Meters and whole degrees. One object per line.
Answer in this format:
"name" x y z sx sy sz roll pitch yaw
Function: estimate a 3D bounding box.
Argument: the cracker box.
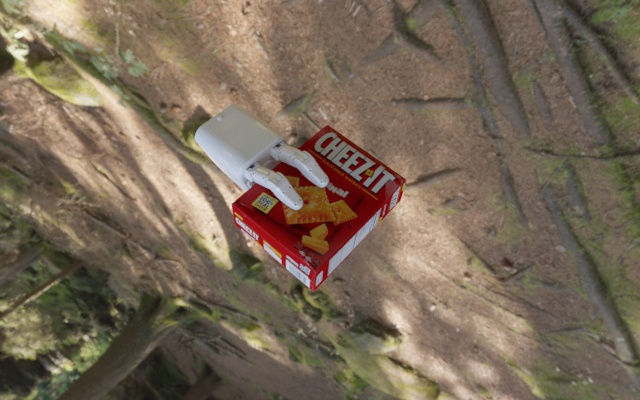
"cracker box" 0.000 0.003 0.721 0.164 0.213 0.072 38 -27 18
